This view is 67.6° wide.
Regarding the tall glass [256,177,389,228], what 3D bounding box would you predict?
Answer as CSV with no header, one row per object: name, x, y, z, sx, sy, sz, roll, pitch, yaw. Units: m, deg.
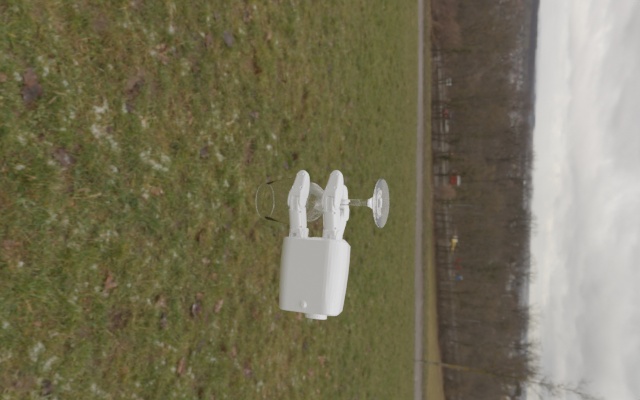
tall glass,0.001,0.002,0.746,0.201,0.079,0.079,2,1,24
